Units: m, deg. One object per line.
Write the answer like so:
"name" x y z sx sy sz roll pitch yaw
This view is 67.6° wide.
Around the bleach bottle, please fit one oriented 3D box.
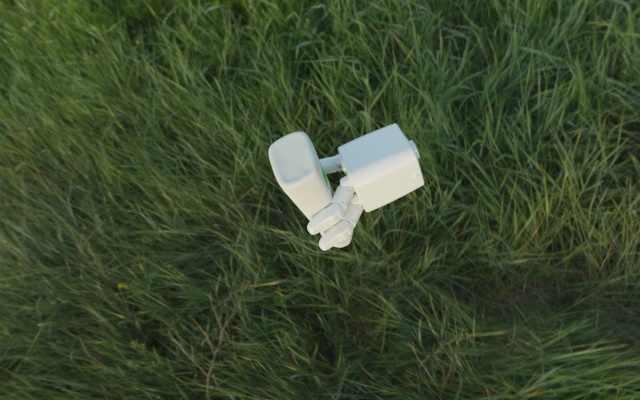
"bleach bottle" 0.000 0.003 0.789 0.068 0.102 0.251 -24 -36 6
